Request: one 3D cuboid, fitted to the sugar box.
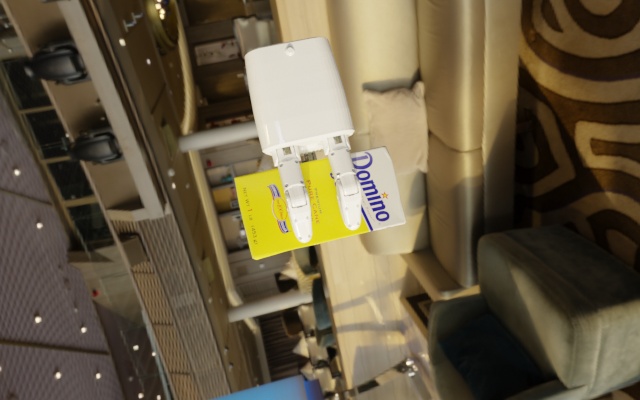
[{"bbox_3d":[0.000,0.002,0.538,0.176,0.093,0.048,-14,-4,-6],"label":"sugar box"}]
